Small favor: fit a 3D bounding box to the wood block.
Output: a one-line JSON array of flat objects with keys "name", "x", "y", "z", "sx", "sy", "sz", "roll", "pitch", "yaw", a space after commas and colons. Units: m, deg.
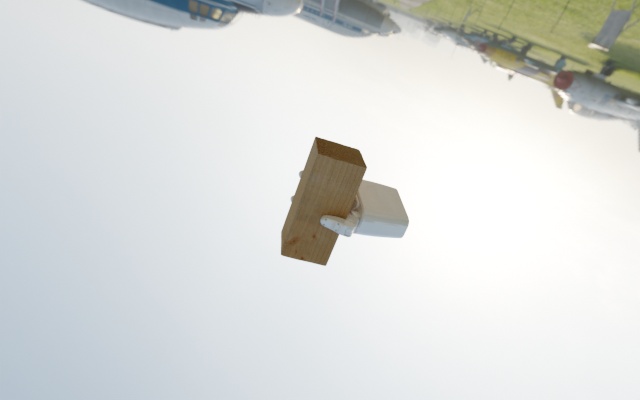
[{"name": "wood block", "x": 0.000, "y": 0.003, "z": 0.863, "sx": 0.090, "sy": 0.206, "sz": 0.090, "roll": 15, "pitch": 24, "yaw": -12}]
